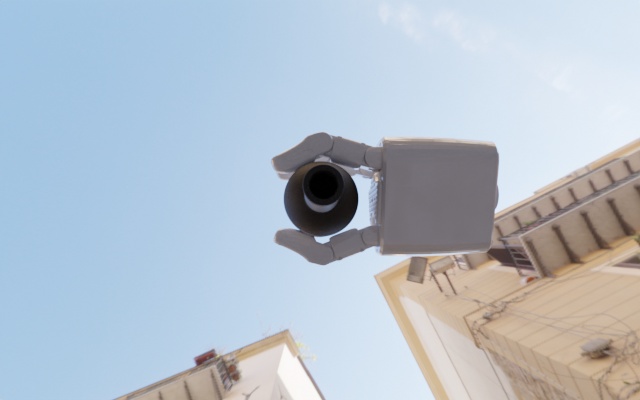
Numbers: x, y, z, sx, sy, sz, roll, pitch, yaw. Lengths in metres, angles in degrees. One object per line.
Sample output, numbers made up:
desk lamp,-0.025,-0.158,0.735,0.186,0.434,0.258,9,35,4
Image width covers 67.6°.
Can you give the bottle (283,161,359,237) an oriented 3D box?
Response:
bottle,0.000,0.002,0.457,0.069,0.069,0.296,0,-5,-1
